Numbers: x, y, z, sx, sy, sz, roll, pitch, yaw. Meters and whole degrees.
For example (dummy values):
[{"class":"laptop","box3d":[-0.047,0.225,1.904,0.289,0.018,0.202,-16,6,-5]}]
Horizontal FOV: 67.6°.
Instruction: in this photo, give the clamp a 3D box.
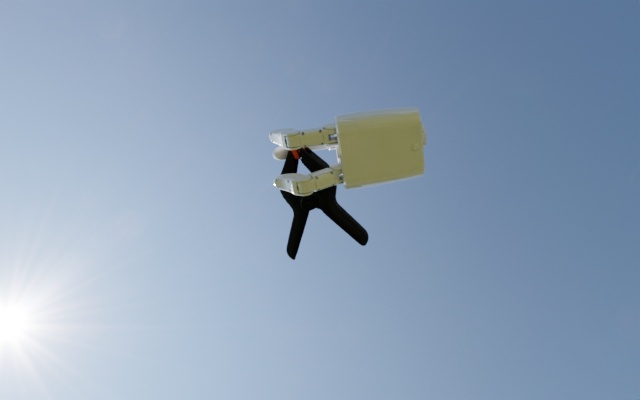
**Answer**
[{"class":"clamp","box3d":[0.000,0.002,0.660,0.120,0.171,0.039,-7,23,5]}]
